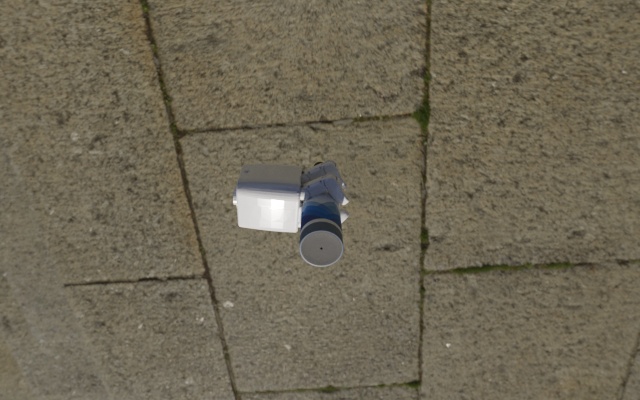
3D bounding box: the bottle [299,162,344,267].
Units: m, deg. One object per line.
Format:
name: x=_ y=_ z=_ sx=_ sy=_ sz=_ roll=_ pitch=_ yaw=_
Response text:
bottle: x=0.000 y=0.003 z=0.843 sx=0.069 sy=0.069 sz=0.295 roll=0 pitch=28 yaw=-1
